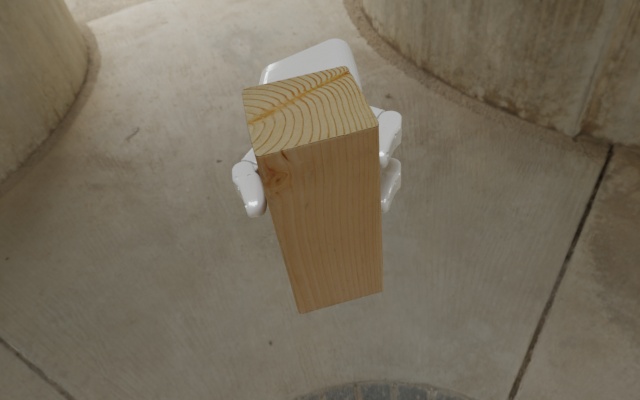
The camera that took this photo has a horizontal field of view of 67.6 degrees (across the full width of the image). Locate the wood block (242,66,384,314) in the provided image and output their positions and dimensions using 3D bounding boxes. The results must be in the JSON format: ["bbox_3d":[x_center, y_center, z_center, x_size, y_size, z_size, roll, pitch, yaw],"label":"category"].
[{"bbox_3d":[0.000,0.001,0.428,0.091,0.206,0.090,-14,46,-5],"label":"wood block"}]
